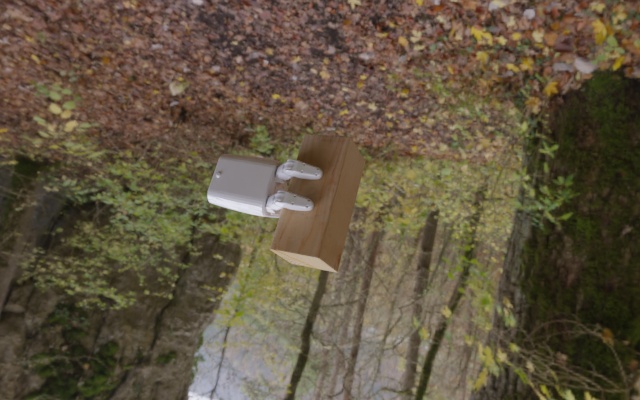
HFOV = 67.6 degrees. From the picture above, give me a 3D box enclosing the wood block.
[{"bbox_3d":[0.000,0.003,0.795,0.090,0.206,0.091,7,-19,24],"label":"wood block"}]
